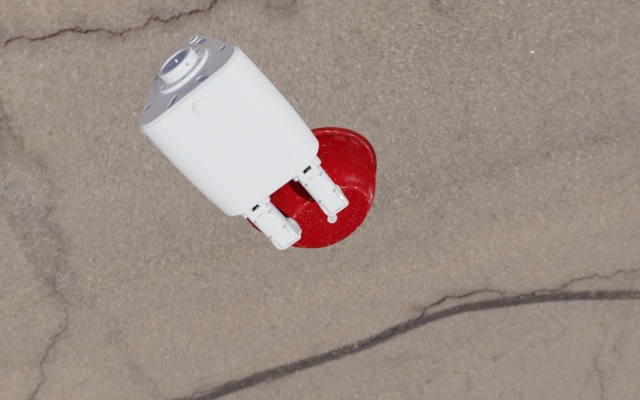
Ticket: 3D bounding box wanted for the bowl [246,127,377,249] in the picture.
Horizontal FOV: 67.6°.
[{"bbox_3d":[0.001,0.002,0.519,0.162,0.162,0.055,0,42,-32],"label":"bowl"}]
